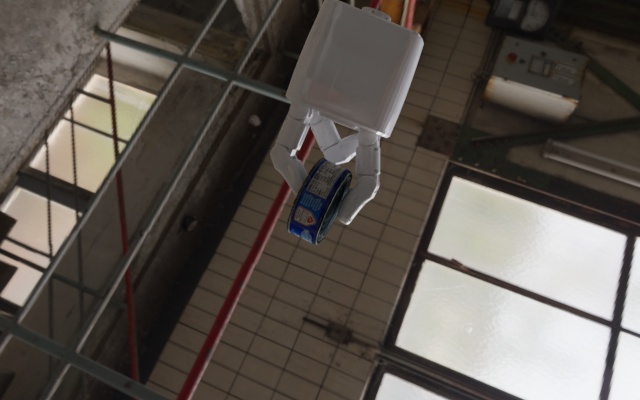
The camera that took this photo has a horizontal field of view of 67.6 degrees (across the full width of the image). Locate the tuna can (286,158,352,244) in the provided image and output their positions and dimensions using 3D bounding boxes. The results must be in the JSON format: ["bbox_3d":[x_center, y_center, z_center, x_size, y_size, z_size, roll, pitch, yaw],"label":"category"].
[{"bbox_3d":[0.001,0.002,0.493,0.034,0.086,0.086,26,5,10],"label":"tuna can"}]
